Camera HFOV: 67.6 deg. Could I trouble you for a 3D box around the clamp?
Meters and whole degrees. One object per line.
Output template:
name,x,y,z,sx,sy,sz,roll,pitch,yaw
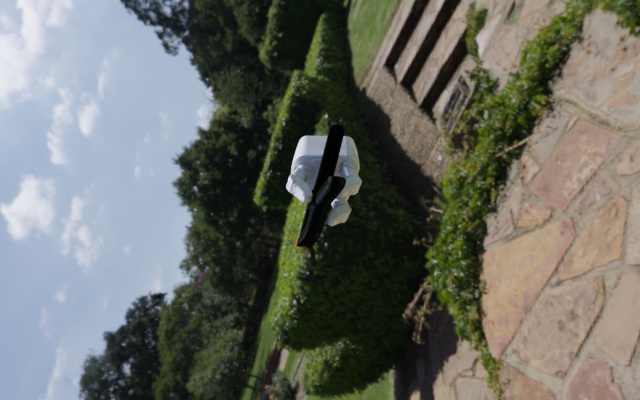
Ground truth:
clamp,-0.001,0.003,0.752,0.036,0.210,0.164,15,28,-8
